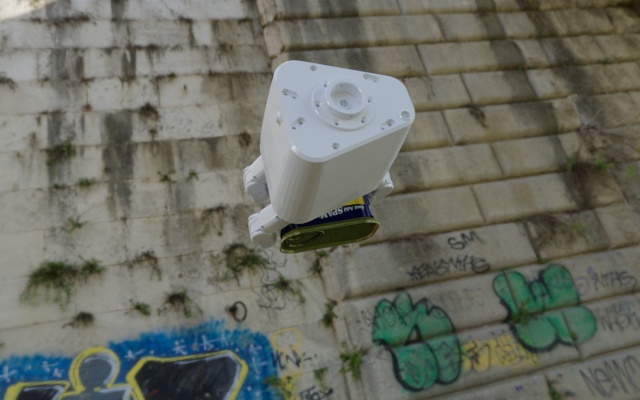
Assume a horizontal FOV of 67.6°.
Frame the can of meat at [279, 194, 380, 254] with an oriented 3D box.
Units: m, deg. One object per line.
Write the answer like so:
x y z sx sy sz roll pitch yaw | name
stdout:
0.000 0.001 0.499 0.102 0.084 0.057 -9 -23 -12 | can of meat
